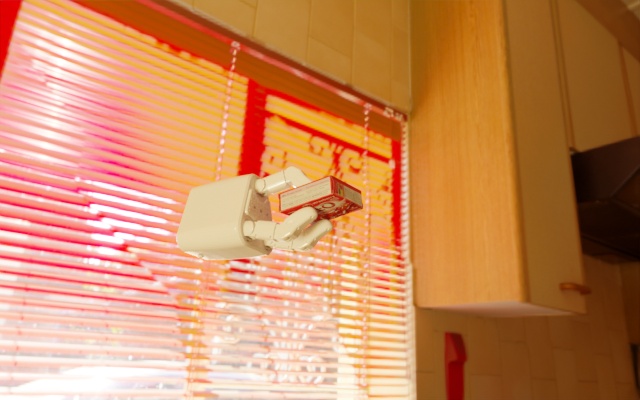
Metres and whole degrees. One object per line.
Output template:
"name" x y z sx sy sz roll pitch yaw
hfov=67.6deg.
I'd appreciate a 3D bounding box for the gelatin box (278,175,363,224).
"gelatin box" 0.000 0.002 0.631 0.089 0.030 0.073 -19 -26 31
